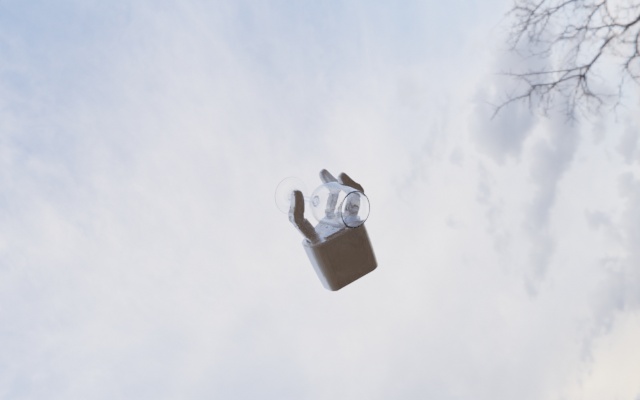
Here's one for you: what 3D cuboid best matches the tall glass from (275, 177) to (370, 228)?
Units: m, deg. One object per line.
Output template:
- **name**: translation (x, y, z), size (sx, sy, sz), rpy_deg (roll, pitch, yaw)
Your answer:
- **tall glass**: translation (0.000, 0.003, 0.850), size (0.079, 0.079, 0.201), rpy_deg (0, 7, -35)
